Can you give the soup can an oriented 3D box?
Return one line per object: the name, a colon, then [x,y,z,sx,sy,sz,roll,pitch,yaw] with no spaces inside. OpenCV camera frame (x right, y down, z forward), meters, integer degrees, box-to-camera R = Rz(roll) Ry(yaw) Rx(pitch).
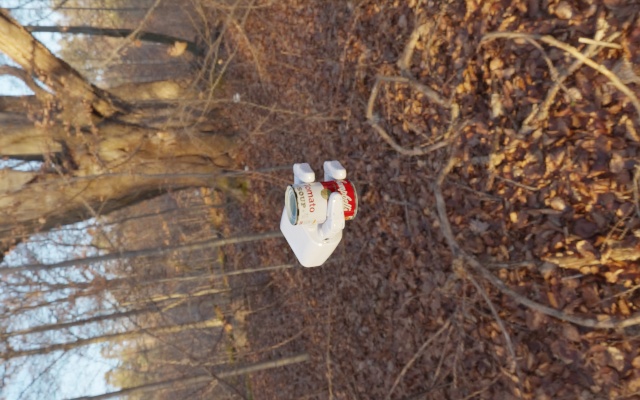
soup can: [0.000,0.002,0.776,0.102,0.068,0.068,-6,2,-19]
